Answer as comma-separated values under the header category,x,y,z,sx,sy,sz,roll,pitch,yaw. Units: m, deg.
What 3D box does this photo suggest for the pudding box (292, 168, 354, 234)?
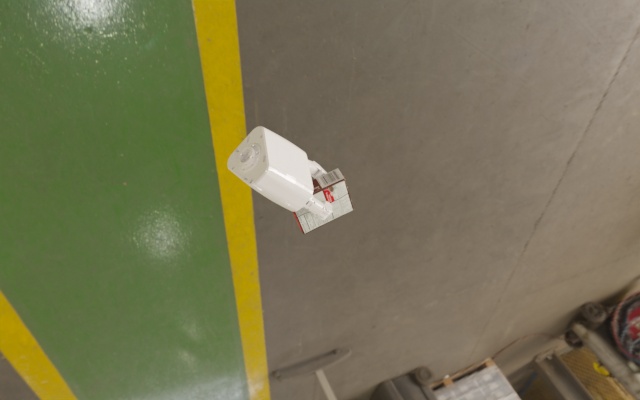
category,x,y,z,sx,sy,sz,roll,pitch,yaw
pudding box,0.000,0.003,0.897,0.113,0.090,0.039,-25,46,-5
